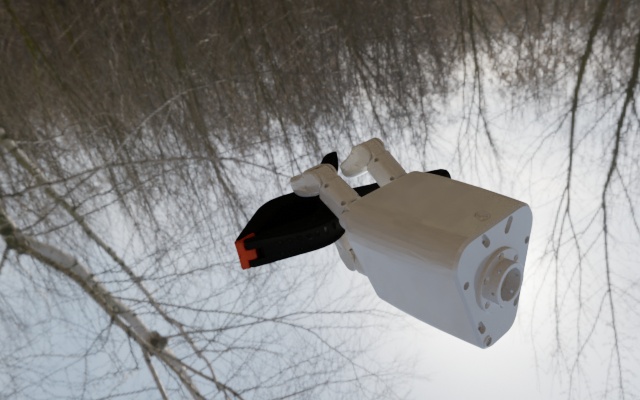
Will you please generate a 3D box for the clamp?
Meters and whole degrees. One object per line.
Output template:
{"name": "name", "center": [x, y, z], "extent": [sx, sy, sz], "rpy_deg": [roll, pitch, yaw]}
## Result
{"name": "clamp", "center": [0.000, 0.003, 0.468], "extent": [0.210, 0.036, 0.164], "rpy_deg": [-27, 28, -30]}
